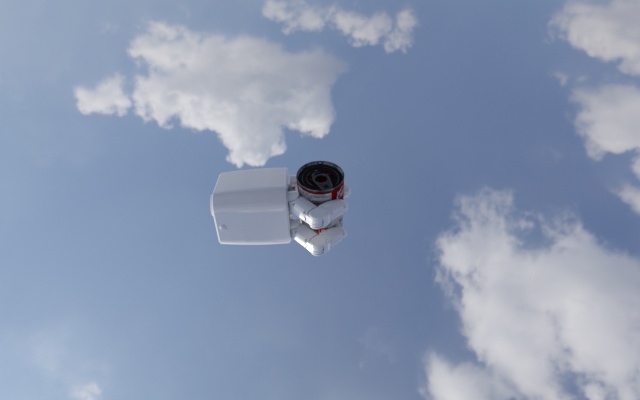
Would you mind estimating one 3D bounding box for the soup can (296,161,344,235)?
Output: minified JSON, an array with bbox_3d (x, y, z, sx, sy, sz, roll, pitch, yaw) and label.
[{"bbox_3d":[0.001,0.002,0.704,0.068,0.102,0.068,0,42,0],"label":"soup can"}]
